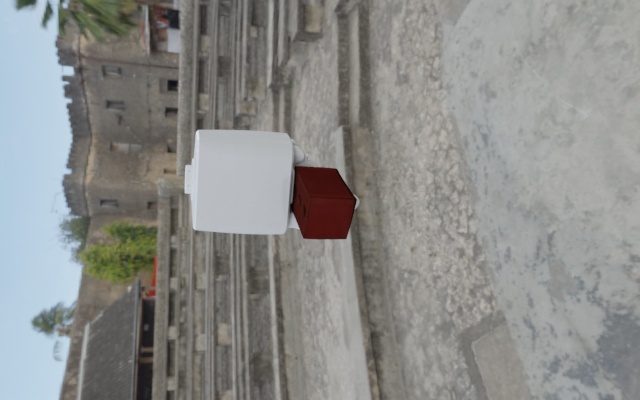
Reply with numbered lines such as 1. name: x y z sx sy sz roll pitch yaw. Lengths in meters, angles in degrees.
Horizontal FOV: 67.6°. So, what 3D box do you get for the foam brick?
1. foam brick: 0.000 0.002 0.531 0.051 0.053 0.078 2 28 -18
